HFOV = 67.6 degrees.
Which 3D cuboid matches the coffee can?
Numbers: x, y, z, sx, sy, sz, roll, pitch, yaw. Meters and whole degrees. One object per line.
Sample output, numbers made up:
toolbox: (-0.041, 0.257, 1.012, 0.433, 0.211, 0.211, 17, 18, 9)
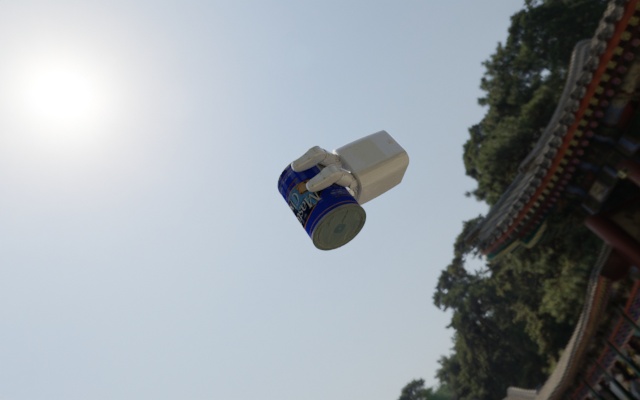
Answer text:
coffee can: (0.000, 0.003, 0.833, 0.103, 0.103, 0.140, 0, 40, -39)
